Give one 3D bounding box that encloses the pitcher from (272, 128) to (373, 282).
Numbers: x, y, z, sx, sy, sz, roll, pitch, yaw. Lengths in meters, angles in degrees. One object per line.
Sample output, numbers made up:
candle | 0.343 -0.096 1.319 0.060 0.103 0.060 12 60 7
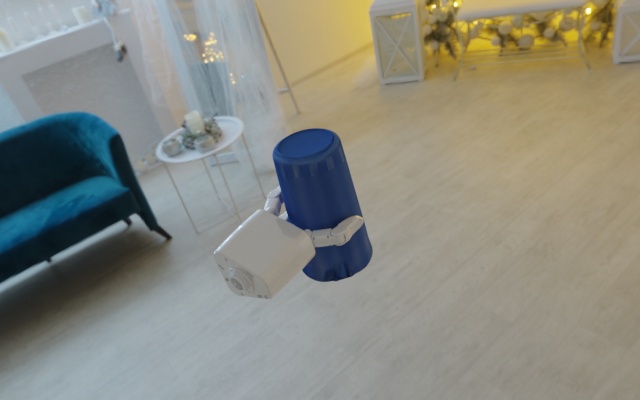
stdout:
pitcher | 0.000 0.003 0.801 0.149 0.243 0.145 13 43 35
